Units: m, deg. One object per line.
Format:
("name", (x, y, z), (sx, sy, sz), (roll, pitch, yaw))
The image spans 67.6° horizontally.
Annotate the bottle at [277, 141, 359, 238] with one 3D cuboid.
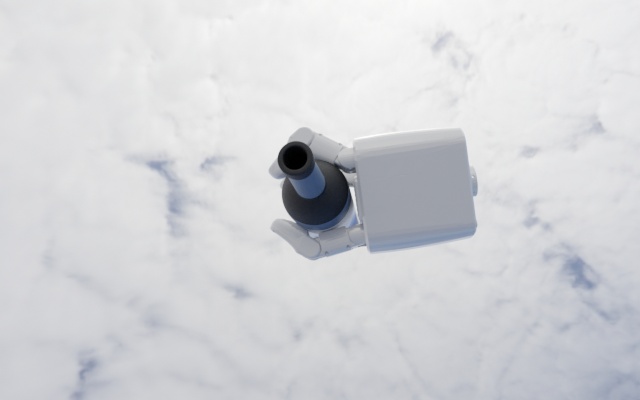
("bottle", (0.000, 0.002, 0.498), (0.069, 0.069, 0.296), (0, -13, 8))
